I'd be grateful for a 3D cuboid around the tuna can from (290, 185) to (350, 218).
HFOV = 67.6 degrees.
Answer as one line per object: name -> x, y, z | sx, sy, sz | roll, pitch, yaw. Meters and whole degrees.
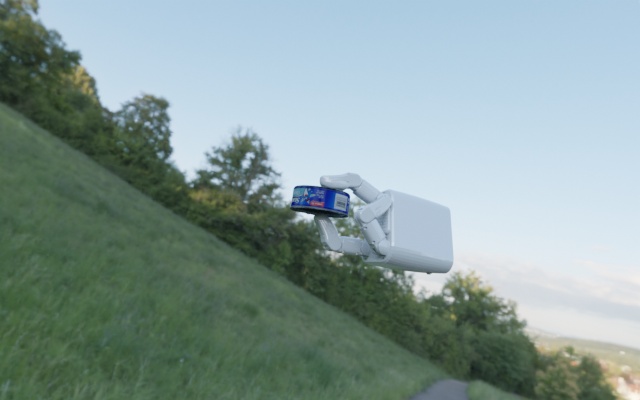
tuna can -> 0.000, 0.002, 0.696 | 0.086, 0.033, 0.086 | 8, -7, 1
